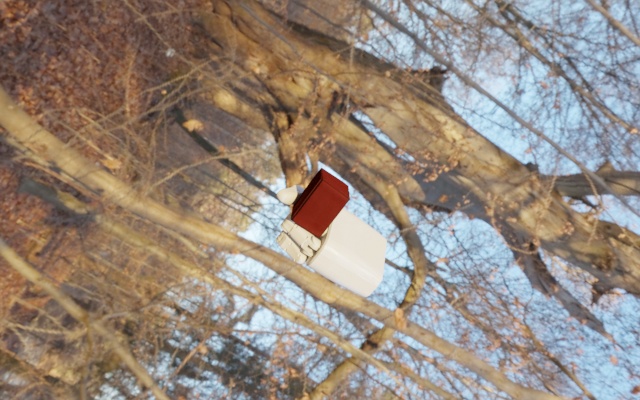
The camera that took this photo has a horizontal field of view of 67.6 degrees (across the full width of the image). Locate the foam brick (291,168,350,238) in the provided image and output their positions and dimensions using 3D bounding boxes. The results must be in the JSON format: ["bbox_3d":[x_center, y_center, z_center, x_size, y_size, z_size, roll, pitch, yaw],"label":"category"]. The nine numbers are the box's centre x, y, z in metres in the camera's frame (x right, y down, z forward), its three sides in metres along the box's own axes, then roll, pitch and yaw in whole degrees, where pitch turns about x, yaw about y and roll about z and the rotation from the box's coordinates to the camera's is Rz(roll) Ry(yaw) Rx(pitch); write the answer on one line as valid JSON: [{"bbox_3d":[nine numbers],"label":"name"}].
[{"bbox_3d":[0.000,0.002,0.691,0.051,0.078,0.053,33,21,-12],"label":"foam brick"}]
